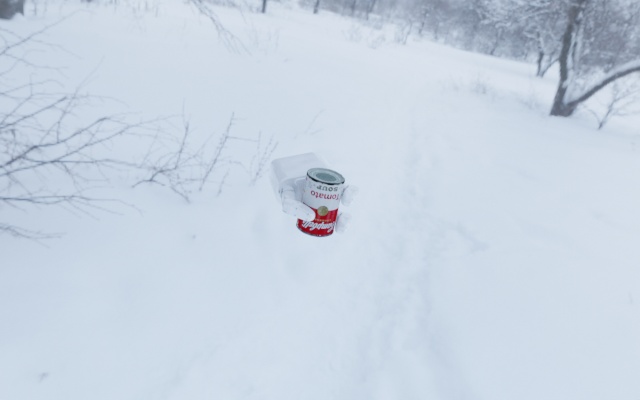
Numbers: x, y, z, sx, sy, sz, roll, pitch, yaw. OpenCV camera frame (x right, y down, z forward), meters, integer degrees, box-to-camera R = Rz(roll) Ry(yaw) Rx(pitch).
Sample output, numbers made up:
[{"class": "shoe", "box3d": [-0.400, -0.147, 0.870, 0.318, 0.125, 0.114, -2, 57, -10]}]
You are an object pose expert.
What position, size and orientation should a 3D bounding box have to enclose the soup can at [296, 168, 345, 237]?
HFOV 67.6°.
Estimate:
[{"class": "soup can", "box3d": [0.000, 0.003, 0.819, 0.068, 0.102, 0.068, 10, 24, -5]}]
